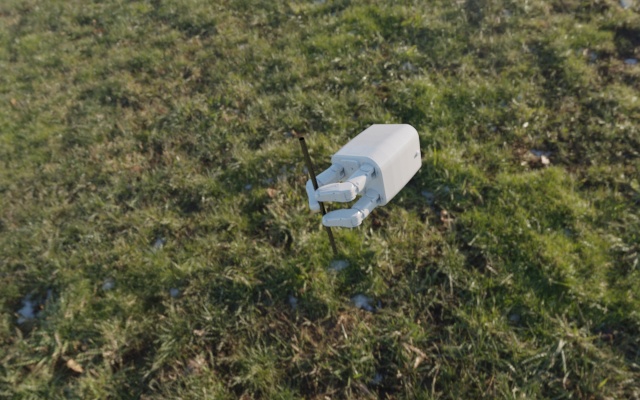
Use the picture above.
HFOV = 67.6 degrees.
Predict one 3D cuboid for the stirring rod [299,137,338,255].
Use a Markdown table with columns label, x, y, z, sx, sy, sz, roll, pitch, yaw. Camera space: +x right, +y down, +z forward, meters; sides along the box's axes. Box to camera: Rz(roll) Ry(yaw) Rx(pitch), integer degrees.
| label | x | y | z | sx | sy | sz | roll | pitch | yaw |
| --- | --- | --- | --- | --- | --- | --- | --- | --- | --- |
| stirring rod | 0.000 | 0.002 | 0.734 | 0.011 | 0.240 | 0.011 | -9 | 41 | 8 |
